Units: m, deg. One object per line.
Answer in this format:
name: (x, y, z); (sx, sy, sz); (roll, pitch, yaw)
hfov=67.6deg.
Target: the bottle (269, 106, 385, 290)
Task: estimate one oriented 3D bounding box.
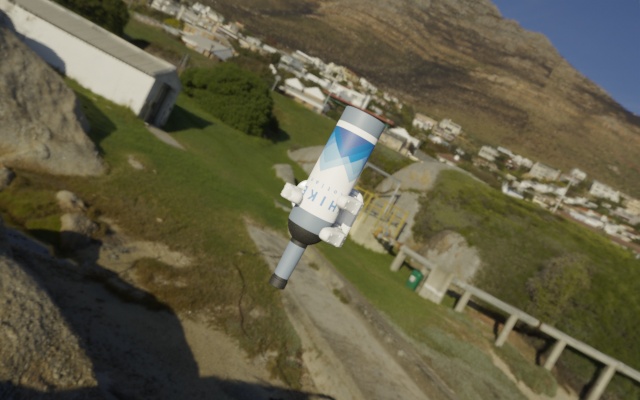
bottle: (0.000, 0.002, 0.731); (0.069, 0.296, 0.069); (28, 4, -2)
